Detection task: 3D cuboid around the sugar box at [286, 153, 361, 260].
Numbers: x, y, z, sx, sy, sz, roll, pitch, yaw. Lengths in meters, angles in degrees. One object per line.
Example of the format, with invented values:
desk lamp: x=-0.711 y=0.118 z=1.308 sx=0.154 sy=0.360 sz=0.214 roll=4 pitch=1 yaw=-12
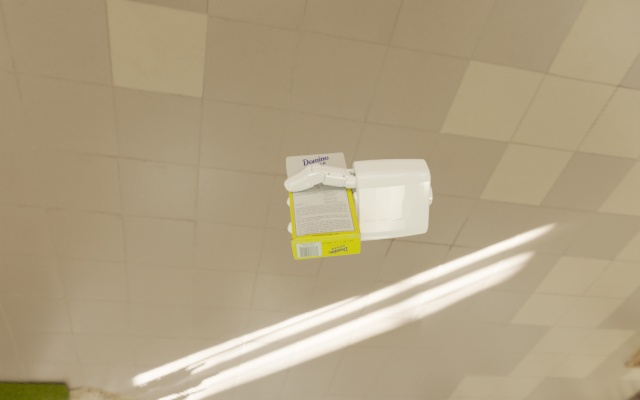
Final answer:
sugar box: x=0.000 y=0.003 z=0.696 sx=0.093 sy=0.048 sz=0.176 roll=-4 pitch=42 yaw=-3
